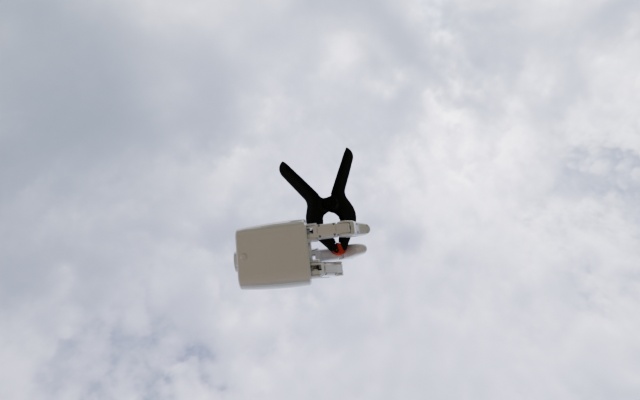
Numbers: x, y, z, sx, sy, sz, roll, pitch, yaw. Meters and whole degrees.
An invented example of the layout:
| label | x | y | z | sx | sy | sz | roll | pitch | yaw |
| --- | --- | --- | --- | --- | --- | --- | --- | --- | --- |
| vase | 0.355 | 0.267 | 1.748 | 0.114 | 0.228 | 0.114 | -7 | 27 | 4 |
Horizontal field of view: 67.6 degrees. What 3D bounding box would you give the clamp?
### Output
| label | x | y | z | sx | sy | sz | roll | pitch | yaw |
| --- | --- | --- | --- | --- | --- | --- | --- | --- | --- |
| clamp | 0.000 | 0.003 | 0.751 | 0.120 | 0.171 | 0.039 | -6 | -13 | -1 |
